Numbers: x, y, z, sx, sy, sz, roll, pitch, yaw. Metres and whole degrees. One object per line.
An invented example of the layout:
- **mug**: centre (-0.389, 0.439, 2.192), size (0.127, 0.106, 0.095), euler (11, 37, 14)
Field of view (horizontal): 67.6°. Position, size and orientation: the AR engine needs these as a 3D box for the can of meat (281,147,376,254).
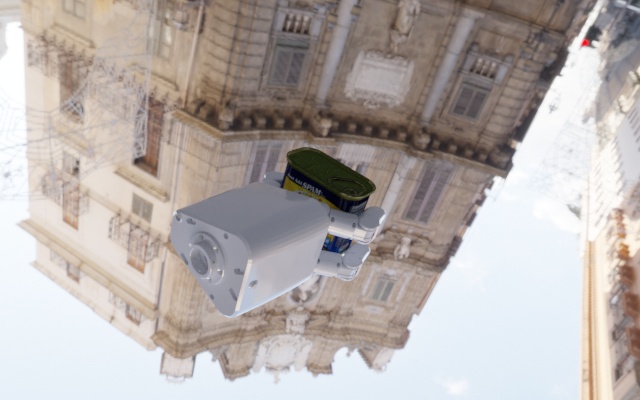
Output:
- **can of meat**: centre (0.000, 0.002, 0.534), size (0.102, 0.084, 0.057), euler (32, 32, 23)
